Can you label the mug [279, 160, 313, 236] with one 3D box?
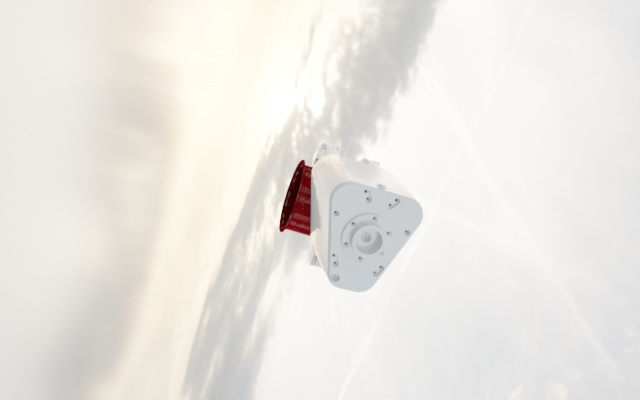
[{"bbox_3d":[0.000,0.002,0.604,0.081,0.093,0.117,17,15,-12],"label":"mug"}]
